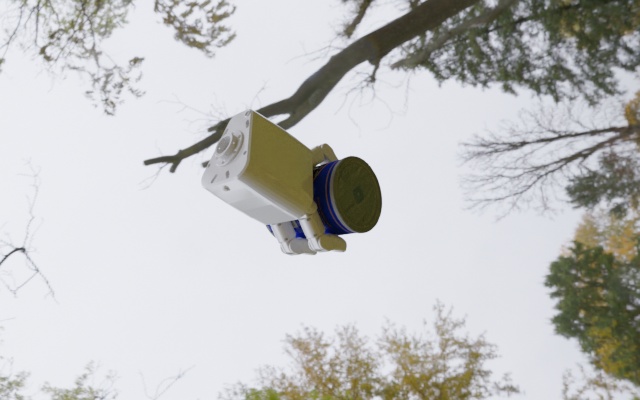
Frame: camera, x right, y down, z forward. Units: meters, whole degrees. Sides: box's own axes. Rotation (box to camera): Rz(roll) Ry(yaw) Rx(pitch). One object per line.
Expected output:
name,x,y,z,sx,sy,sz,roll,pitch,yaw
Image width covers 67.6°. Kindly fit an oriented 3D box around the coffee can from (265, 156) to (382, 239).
coffee can,0.000,0.002,0.669,0.140,0.103,0.103,-12,-8,42
